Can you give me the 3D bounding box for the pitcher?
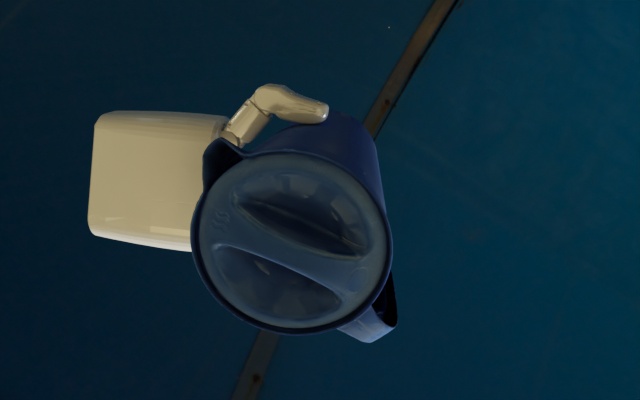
[{"bbox_3d":[0.000,0.001,0.416,0.145,0.149,0.242,6,20,6],"label":"pitcher"}]
